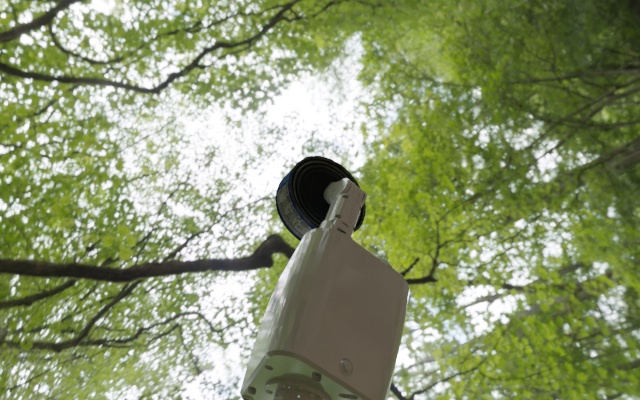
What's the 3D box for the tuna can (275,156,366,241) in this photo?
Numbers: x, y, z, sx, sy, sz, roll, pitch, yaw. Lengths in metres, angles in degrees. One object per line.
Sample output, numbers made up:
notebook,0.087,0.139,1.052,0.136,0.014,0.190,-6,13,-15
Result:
tuna can,0.000,0.002,0.464,0.086,0.086,0.034,0,-27,-37
